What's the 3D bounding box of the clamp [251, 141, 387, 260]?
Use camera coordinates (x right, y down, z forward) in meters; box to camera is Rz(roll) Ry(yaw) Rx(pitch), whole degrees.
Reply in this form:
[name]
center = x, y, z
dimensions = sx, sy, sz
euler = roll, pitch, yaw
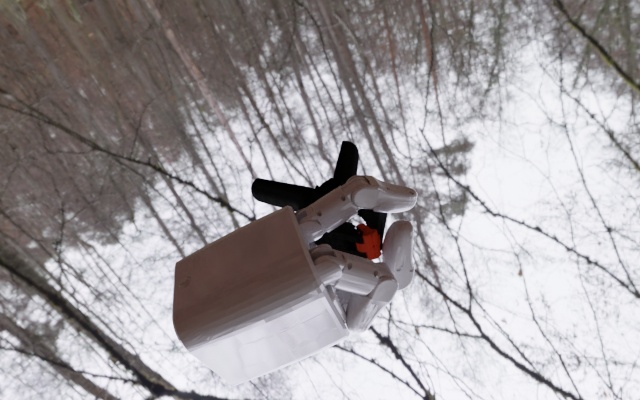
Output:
[clamp]
center = 0.000, 0.002, 0.445
dimensions = 0.120, 0.039, 0.171
euler = -25, 32, -1
